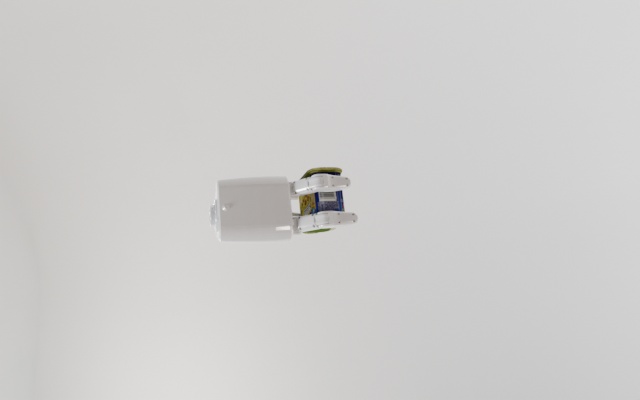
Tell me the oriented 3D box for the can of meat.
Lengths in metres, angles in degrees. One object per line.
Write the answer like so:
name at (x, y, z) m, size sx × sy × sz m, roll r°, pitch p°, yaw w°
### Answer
can of meat at (0.000, 0.003, 0.757) m, size 0.057 × 0.084 × 0.102 m, roll -1°, pitch -15°, yaw -19°
